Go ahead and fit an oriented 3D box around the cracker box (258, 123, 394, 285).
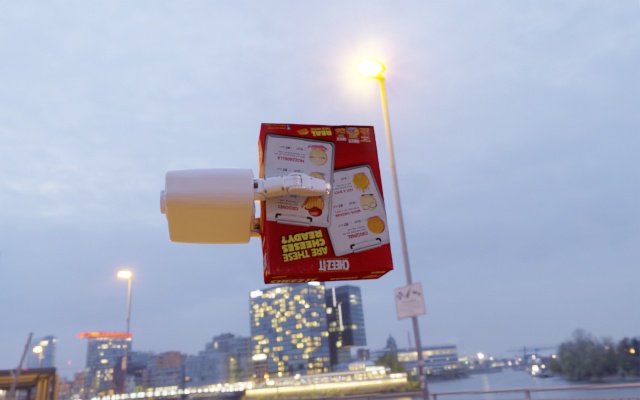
[{"bbox_3d":[0.000,0.002,0.657,0.164,0.213,0.072,0,-21,-12],"label":"cracker box"}]
